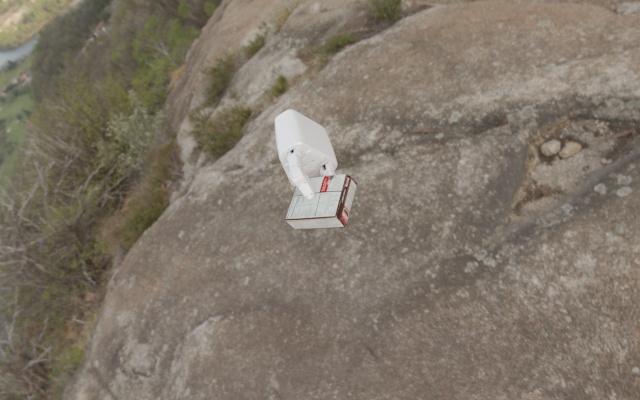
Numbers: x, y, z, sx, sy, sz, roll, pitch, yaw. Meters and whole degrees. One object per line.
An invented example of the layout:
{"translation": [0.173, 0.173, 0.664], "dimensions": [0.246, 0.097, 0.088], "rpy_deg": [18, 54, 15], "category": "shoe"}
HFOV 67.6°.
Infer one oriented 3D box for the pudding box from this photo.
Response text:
{"translation": [0.000, 0.003, 0.838], "dimensions": [0.113, 0.090, 0.039], "rpy_deg": [-5, -33, 36], "category": "pudding box"}
